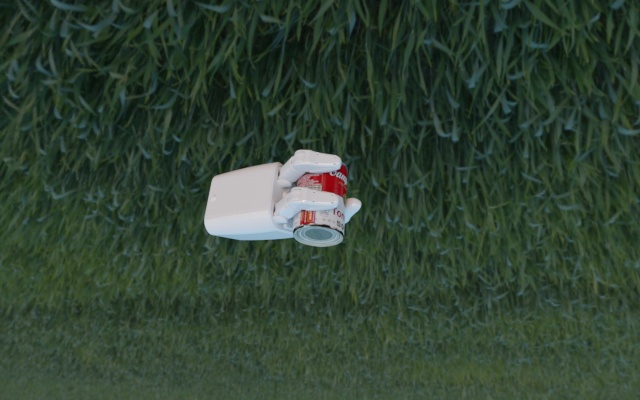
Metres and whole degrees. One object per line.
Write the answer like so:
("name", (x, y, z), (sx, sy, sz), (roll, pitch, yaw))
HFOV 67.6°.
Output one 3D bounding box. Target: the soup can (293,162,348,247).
("soup can", (0.001, 0.002, 0.634), (0.068, 0.102, 0.068), (3, -27, 2))
